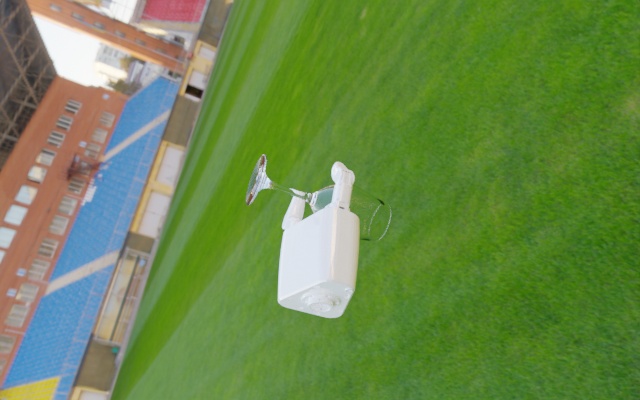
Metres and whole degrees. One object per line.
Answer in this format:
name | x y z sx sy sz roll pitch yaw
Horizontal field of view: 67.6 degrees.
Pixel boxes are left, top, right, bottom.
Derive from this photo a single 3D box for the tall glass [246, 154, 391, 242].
tall glass | 0.000 0.002 0.685 0.201 0.079 0.079 19 -6 -19
